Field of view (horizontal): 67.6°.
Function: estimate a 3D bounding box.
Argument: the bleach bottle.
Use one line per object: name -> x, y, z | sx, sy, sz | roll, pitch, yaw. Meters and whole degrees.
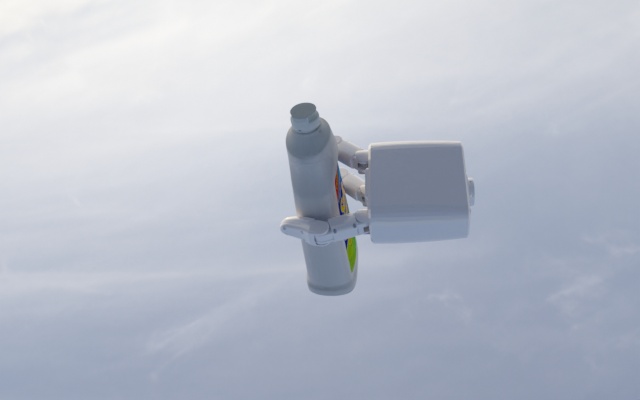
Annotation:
bleach bottle -> 0.000, 0.002, 0.570 | 0.068, 0.251, 0.102 | -2, 45, 11
